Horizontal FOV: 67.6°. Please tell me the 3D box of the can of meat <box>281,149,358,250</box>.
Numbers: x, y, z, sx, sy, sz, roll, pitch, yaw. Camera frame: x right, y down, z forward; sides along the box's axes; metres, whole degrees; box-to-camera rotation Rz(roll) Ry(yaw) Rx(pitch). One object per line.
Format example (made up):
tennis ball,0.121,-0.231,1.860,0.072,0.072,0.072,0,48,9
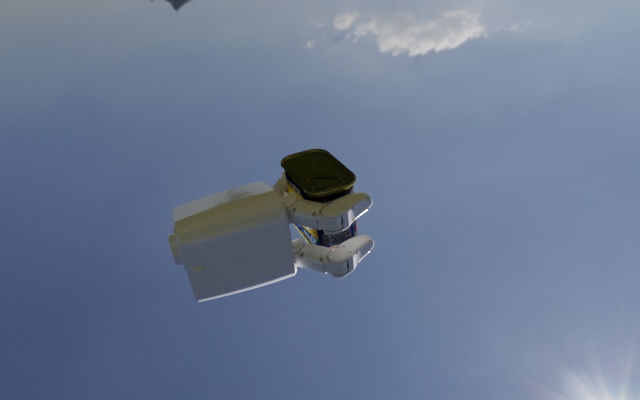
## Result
can of meat,0.000,0.002,0.528,0.057,0.084,0.102,-18,32,-17
